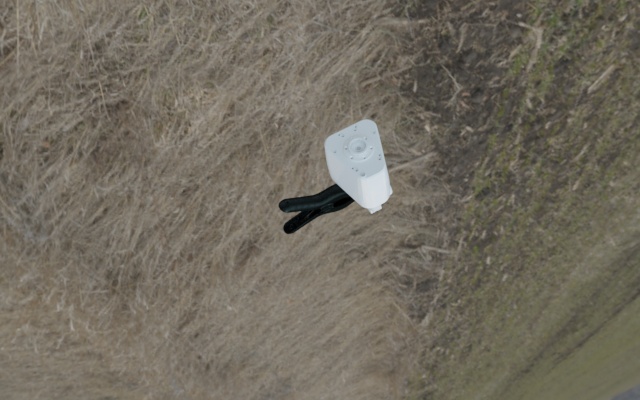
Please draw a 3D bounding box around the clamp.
[{"bbox_3d":[0.001,0.003,0.867,0.171,0.039,0.120,-27,-17,-2],"label":"clamp"}]
